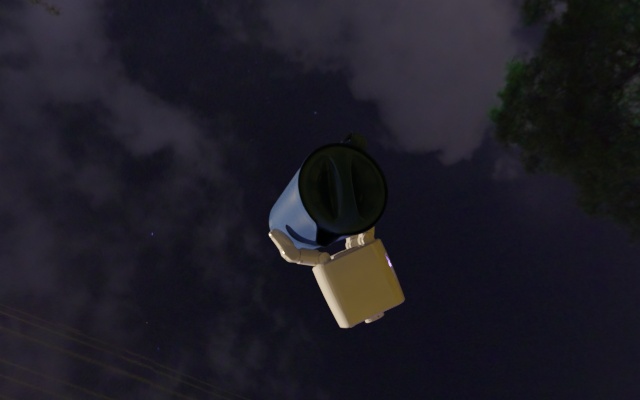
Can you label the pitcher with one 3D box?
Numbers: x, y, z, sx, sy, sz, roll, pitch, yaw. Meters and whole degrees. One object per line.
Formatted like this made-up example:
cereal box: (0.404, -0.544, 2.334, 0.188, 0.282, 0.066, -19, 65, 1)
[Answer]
pitcher: (0.000, 0.003, 0.759, 0.149, 0.145, 0.243, -23, -6, -23)
